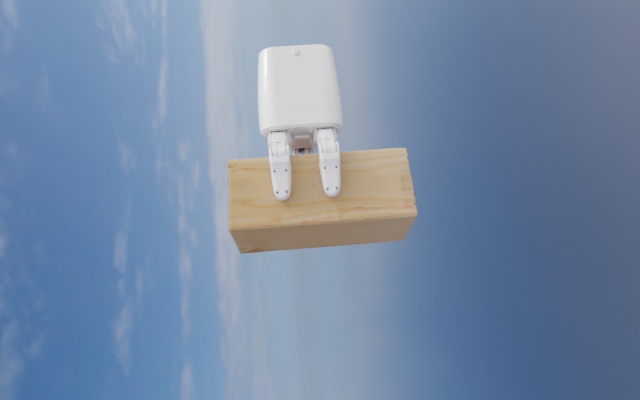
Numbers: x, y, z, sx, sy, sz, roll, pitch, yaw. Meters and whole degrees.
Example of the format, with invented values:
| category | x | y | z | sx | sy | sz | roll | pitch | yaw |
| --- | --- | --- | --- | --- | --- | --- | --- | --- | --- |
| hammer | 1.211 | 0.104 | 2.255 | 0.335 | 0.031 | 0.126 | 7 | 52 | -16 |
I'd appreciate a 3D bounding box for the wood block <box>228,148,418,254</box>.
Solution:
| category | x | y | z | sx | sy | sz | roll | pitch | yaw |
| --- | --- | --- | --- | --- | --- | --- | --- | --- | --- |
| wood block | 0.000 | 0.002 | 0.573 | 0.206 | 0.090 | 0.091 | -4 | -22 | -3 |
